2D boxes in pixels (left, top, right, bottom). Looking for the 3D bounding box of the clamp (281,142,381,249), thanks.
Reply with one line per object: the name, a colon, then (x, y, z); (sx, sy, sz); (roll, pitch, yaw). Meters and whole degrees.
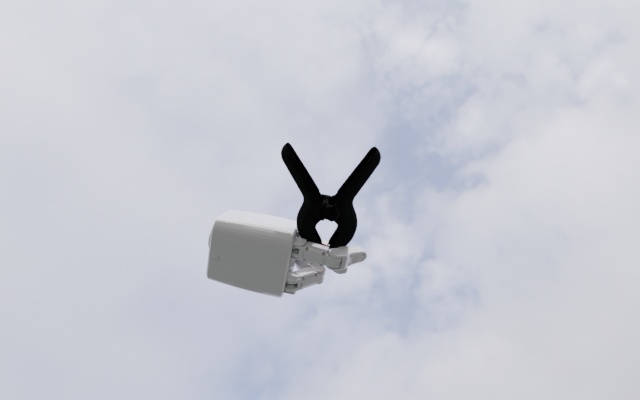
clamp: (0.000, 0.002, 0.610); (0.120, 0.171, 0.039); (13, 23, 1)
